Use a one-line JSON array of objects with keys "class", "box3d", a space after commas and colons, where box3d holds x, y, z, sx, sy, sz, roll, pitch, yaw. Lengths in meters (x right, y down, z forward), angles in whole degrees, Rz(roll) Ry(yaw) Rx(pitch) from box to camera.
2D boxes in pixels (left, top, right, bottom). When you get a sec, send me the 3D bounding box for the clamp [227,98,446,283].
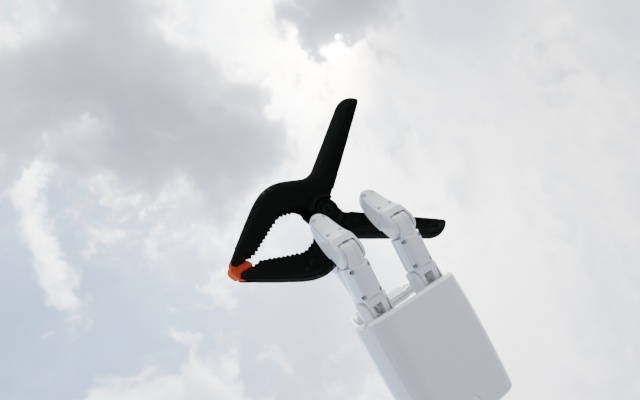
[{"class": "clamp", "box3d": [0.000, 0.002, 0.446, 0.210, 0.164, 0.036, -27, -8, -22]}]
